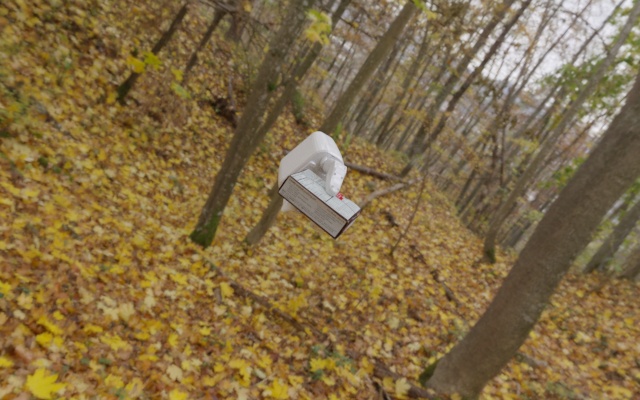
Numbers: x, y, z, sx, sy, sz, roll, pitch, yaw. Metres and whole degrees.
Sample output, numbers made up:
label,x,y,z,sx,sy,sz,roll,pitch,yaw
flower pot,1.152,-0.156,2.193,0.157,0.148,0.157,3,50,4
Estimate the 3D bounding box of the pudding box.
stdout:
label,x,y,z,sx,sy,sz,roll,pitch,yaw
pudding box,0.000,0.002,0.717,0.113,0.039,0.090,37,19,8
